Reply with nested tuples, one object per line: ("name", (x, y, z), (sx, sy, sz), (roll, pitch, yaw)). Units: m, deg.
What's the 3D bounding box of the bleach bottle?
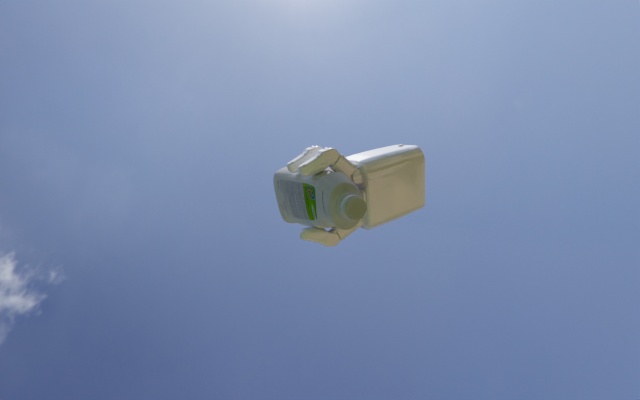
("bleach bottle", (0.000, 0.002, 0.708), (0.068, 0.102, 0.251), (-19, 14, -19))
